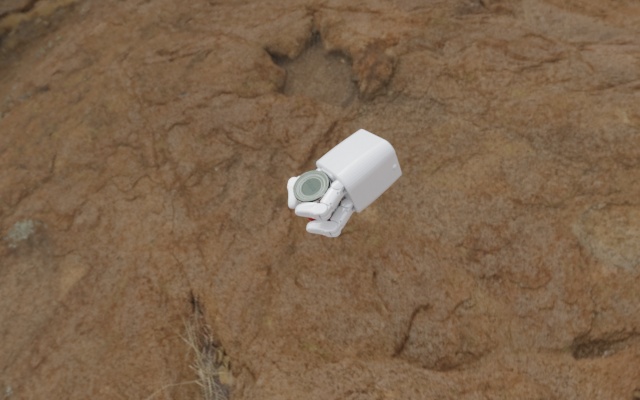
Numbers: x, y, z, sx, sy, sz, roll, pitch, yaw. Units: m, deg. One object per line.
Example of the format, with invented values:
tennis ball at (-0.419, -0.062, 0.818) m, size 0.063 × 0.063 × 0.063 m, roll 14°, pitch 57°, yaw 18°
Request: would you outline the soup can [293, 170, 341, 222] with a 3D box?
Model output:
soup can at (0.000, 0.003, 0.838) m, size 0.068 × 0.068 × 0.102 m, roll 0°, pitch -34°, yaw 22°
